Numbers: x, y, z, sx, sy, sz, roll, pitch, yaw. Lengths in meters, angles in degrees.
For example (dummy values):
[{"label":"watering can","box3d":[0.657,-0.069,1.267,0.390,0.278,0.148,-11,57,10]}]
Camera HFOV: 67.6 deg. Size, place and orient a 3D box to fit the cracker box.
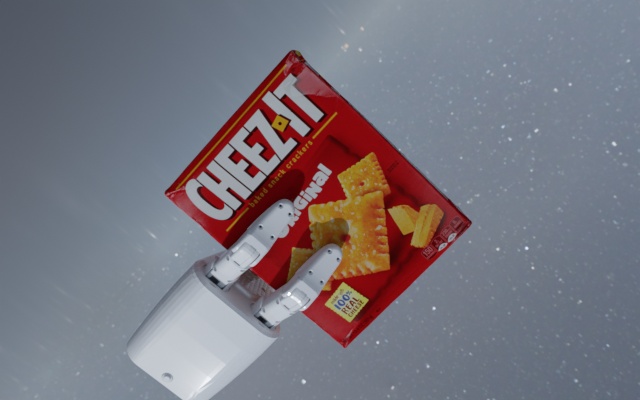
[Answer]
[{"label":"cracker box","box3d":[0.000,0.001,0.428,0.214,0.164,0.072,42,11,-10]}]
